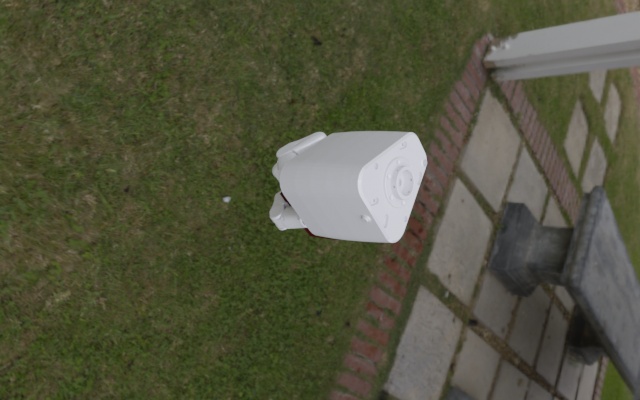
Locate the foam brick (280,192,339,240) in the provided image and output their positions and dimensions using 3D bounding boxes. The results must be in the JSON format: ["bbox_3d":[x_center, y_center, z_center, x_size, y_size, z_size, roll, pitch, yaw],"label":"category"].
[{"bbox_3d":[0.000,0.002,0.574,0.051,0.053,0.078,4,-42,44],"label":"foam brick"}]
